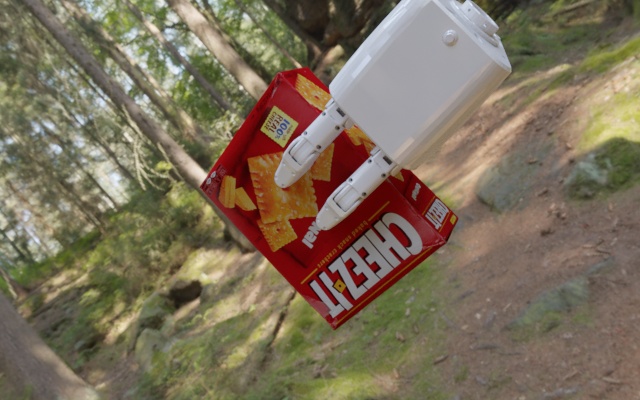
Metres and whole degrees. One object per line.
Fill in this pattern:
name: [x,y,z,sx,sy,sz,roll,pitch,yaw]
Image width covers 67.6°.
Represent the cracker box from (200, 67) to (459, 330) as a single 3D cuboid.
cracker box: [0.000,0.001,0.482,0.164,0.213,0.072,-46,-5,31]
